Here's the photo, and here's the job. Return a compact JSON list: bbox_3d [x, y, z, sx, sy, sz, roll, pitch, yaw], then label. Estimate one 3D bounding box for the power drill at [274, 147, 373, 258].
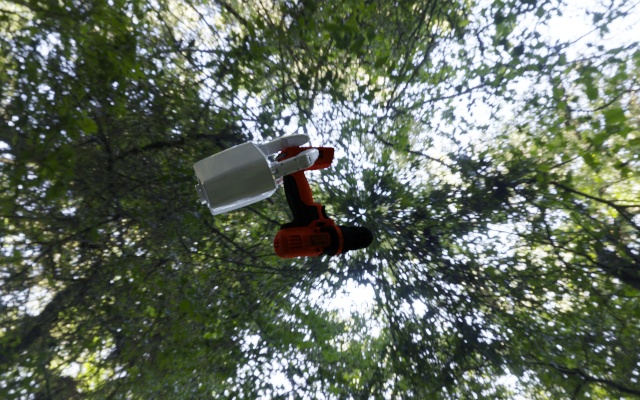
[{"bbox_3d":[0.000,0.002,0.818,0.184,0.187,0.057,-2,-14,-31],"label":"power drill"}]
